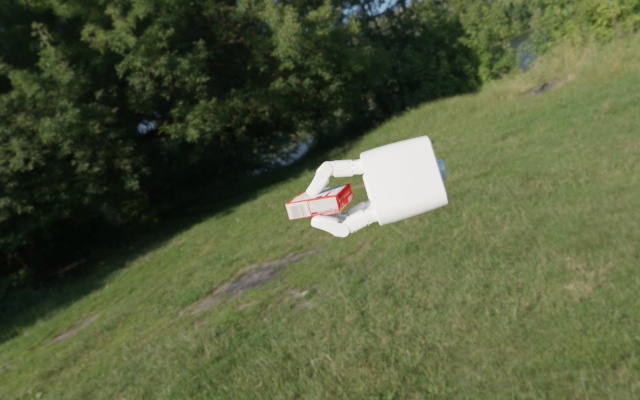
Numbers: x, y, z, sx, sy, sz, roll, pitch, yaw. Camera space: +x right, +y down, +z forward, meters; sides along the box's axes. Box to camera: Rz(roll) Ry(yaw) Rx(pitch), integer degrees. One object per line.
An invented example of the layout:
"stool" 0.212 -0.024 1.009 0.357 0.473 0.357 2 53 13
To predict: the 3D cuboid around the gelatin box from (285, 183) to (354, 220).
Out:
"gelatin box" 0.000 0.002 0.753 0.089 0.030 0.073 -10 12 21
